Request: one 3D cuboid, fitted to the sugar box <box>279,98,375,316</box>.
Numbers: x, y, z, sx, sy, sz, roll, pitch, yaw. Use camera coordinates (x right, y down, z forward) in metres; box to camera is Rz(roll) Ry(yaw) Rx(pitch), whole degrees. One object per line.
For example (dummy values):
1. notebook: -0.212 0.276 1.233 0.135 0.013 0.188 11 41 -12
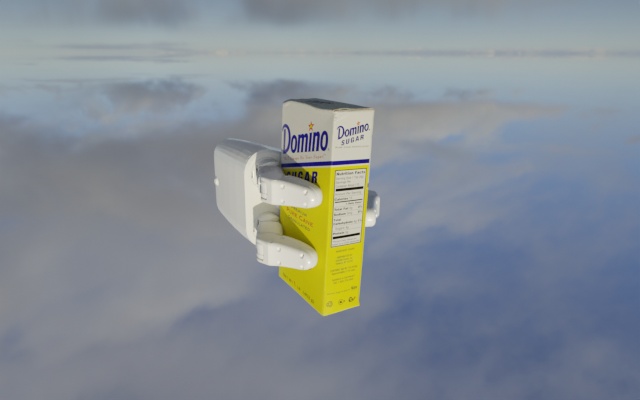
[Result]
1. sugar box: 0.000 0.002 0.427 0.048 0.176 0.093 -10 20 -29
